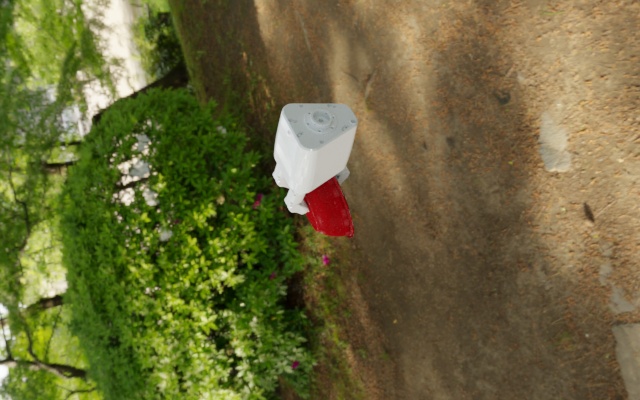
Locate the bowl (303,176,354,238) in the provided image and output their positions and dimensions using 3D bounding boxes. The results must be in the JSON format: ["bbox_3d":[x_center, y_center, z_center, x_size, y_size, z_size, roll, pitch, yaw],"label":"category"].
[{"bbox_3d":[0.000,0.004,0.849,0.055,0.162,0.162,-24,4,-10],"label":"bowl"}]
